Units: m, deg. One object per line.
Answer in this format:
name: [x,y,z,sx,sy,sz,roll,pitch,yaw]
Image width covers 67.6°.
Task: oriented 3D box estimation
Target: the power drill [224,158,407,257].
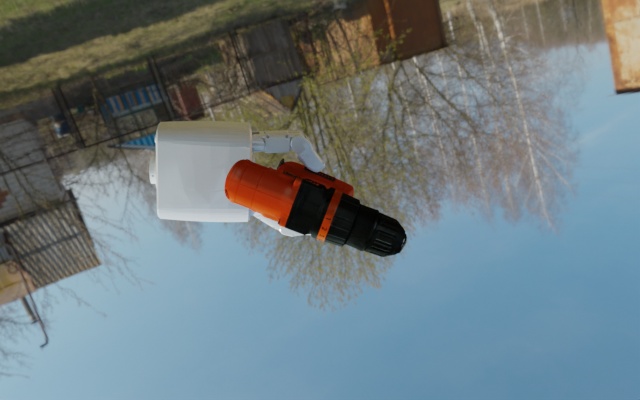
power drill: [0.000,0.002,0.533,0.184,0.057,0.187,23,5,1]
